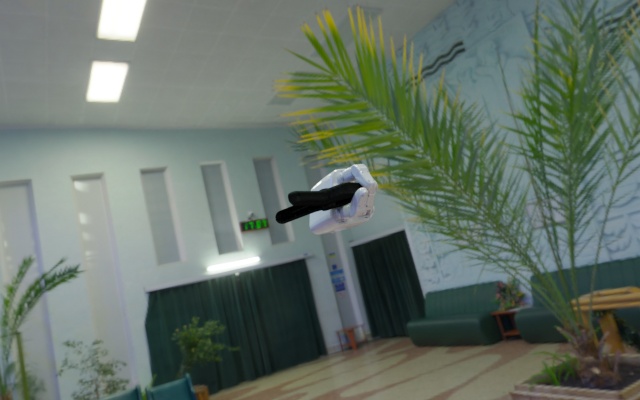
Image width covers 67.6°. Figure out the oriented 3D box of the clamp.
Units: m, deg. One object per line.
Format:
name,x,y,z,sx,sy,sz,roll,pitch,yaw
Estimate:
clamp,0.000,0.002,0.860,0.171,0.039,0.120,-8,-12,-29
